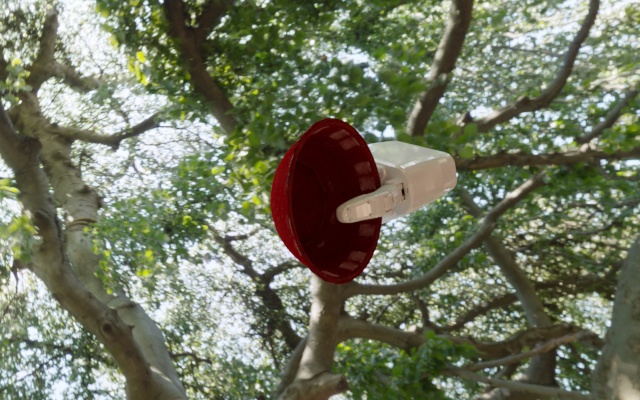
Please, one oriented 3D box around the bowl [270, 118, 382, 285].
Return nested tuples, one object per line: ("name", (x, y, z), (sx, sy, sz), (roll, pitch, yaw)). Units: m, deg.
("bowl", (-0.001, 0.002, 0.479), (0.055, 0.162, 0.162), (-3, -2, 36))
